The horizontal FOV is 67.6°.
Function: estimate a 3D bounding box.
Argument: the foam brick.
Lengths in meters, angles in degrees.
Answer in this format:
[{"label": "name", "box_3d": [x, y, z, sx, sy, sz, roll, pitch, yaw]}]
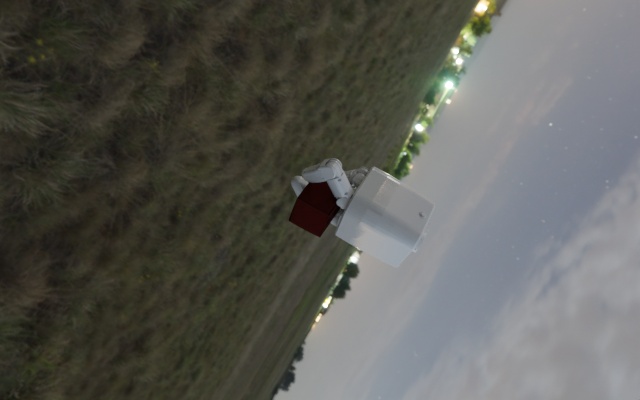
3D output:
[{"label": "foam brick", "box_3d": [0.000, 0.002, 0.675, 0.051, 0.053, 0.078, 30, 48, 7]}]
